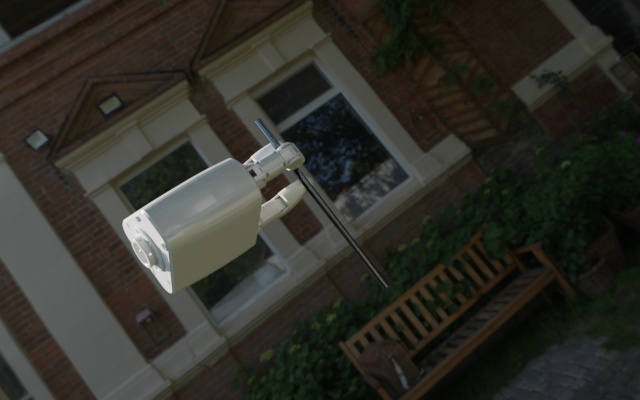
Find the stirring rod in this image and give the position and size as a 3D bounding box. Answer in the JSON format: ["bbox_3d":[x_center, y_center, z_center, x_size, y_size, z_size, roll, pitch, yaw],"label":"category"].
[{"bbox_3d":[0.000,0.002,0.542,0.011,0.239,0.011,-37,-6,-4],"label":"stirring rod"}]
